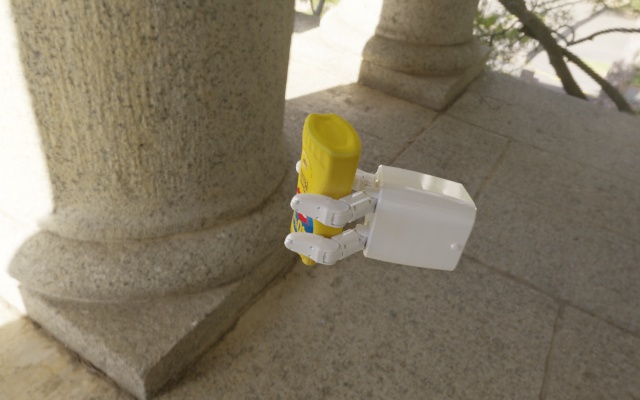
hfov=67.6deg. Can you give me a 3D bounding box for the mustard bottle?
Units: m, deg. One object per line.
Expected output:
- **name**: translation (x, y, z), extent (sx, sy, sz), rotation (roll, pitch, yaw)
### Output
- **mustard bottle**: translation (0.000, 0.002, 0.563), extent (0.058, 0.192, 0.096), rotation (-4, 38, -18)
